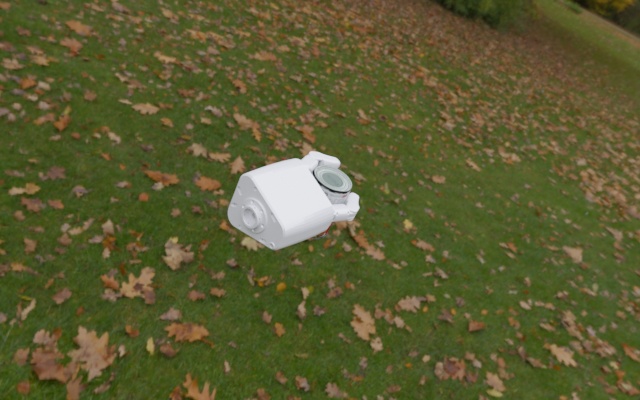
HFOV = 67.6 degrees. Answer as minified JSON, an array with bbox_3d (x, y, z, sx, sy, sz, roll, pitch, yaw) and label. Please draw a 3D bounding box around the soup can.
[{"bbox_3d":[0.001,0.002,0.767,0.068,0.102,0.068,19,34,-13],"label":"soup can"}]
